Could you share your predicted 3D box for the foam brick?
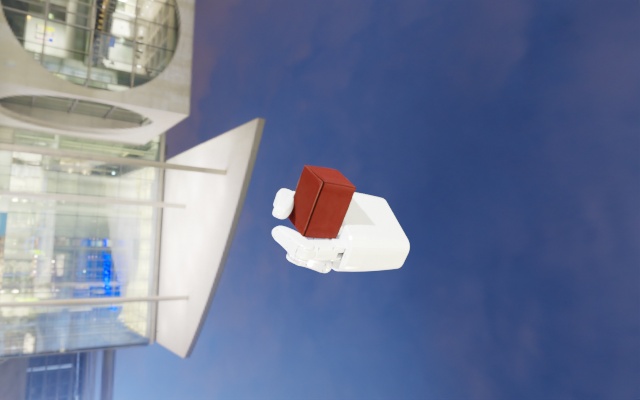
[{"bbox_3d":[0.000,0.002,0.601,0.051,0.078,0.053,6,26,-32],"label":"foam brick"}]
